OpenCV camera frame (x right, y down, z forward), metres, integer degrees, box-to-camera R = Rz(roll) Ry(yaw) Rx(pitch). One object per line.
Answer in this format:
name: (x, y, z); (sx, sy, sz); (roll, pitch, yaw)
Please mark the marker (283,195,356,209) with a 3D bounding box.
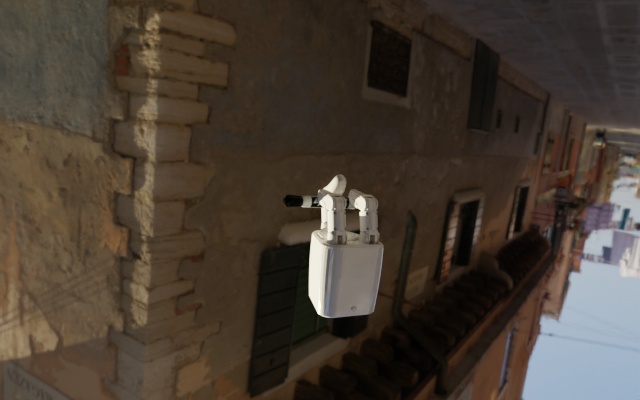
marker: (0.000, 0.002, 0.722); (0.121, 0.020, 0.020); (2, -1, -27)
